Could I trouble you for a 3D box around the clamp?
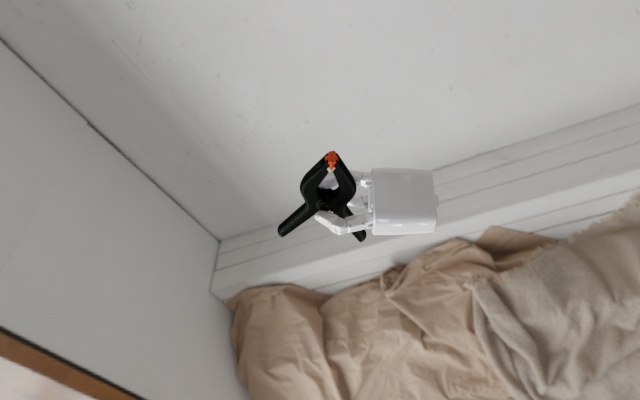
[{"bbox_3d":[0.000,0.003,0.824,0.164,0.036,0.210,-2,-43,1],"label":"clamp"}]
